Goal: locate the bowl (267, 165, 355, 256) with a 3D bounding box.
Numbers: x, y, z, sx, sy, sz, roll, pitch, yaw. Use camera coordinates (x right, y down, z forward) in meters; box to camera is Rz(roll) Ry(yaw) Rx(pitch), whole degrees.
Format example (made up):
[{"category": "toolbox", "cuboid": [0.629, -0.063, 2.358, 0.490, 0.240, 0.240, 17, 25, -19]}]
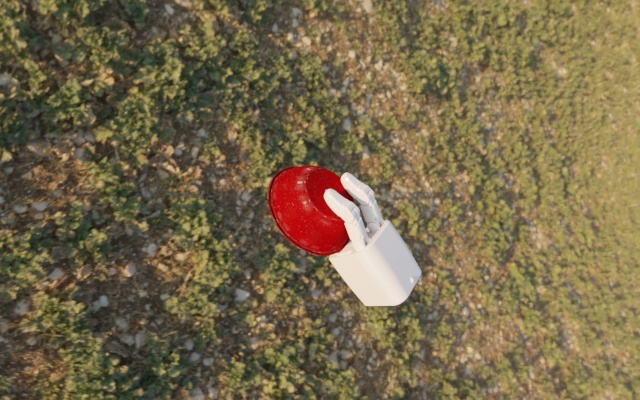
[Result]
[{"category": "bowl", "cuboid": [-0.001, 0.001, 0.748, 0.162, 0.162, 0.055, 0, -29, -39]}]
